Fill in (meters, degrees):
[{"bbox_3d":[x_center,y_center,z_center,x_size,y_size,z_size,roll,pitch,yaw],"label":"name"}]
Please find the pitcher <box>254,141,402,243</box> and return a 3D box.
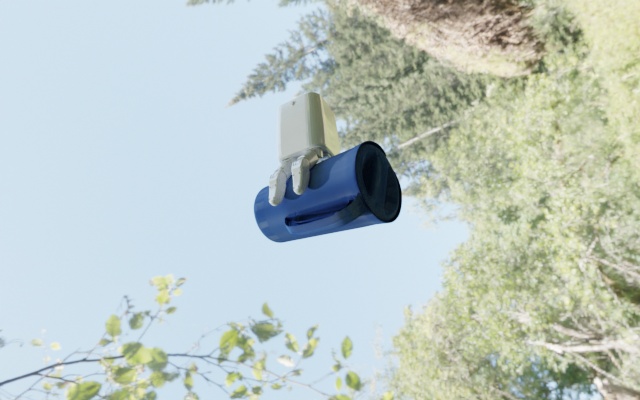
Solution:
[{"bbox_3d":[0.000,0.002,0.801,0.243,0.145,0.149,-18,-24,35],"label":"pitcher"}]
